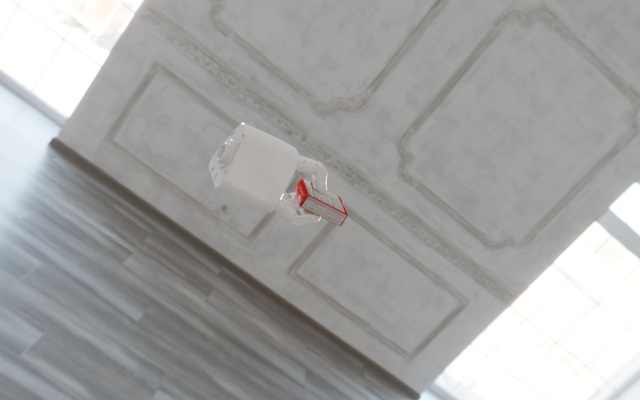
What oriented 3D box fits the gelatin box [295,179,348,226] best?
[{"bbox_3d":[0.001,0.003,0.859,0.089,0.030,0.073,26,19,-21],"label":"gelatin box"}]
